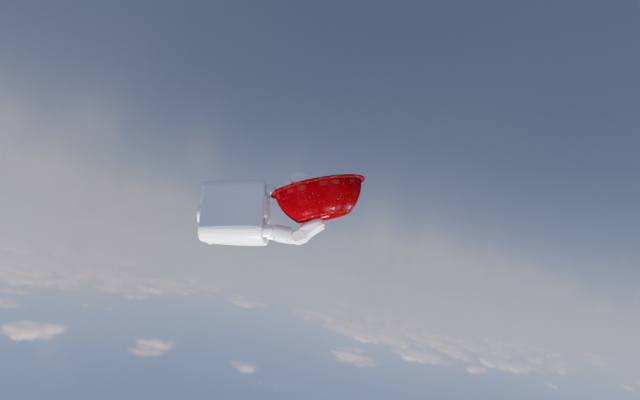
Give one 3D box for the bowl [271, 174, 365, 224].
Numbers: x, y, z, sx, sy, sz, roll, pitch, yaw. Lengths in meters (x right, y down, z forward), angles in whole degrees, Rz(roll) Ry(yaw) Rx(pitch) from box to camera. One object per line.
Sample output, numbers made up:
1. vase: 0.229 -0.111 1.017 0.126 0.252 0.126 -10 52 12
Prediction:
1. bowl: 0.001 0.003 0.800 0.162 0.055 0.162 -11 -9 -2
